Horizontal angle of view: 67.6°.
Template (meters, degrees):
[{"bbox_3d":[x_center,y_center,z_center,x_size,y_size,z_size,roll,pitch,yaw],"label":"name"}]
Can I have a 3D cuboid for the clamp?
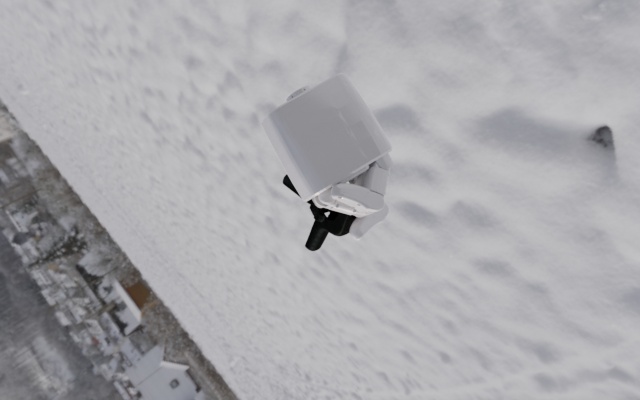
[{"bbox_3d":[0.000,0.002,0.648,0.039,0.120,0.171,-28,0,-31],"label":"clamp"}]
